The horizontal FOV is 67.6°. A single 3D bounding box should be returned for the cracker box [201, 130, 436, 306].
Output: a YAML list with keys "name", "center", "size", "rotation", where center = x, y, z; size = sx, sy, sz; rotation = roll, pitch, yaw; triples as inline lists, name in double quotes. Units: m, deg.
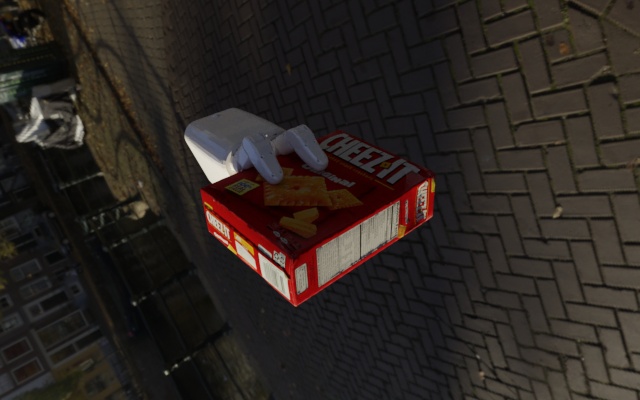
- name: "cracker box"
  center: [0.000, 0.002, 0.545]
  size: [0.213, 0.072, 0.164]
  rotation: [-28, 42, -32]
